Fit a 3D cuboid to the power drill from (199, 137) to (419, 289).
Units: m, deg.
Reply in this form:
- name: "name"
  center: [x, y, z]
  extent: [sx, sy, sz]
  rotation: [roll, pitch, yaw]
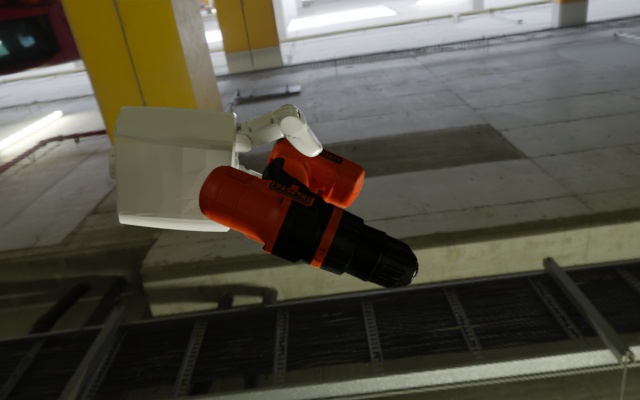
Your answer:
- name: "power drill"
  center: [0.000, 0.001, 0.447]
  extent: [0.184, 0.057, 0.187]
  rotation: [24, 18, -2]
